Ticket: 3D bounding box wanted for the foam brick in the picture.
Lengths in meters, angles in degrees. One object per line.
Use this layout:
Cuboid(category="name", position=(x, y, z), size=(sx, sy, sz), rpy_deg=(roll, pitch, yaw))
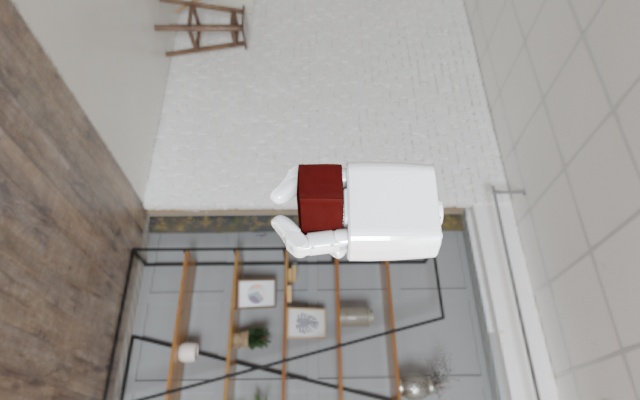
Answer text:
Cuboid(category="foam brick", position=(0.000, 0.002, 0.553), size=(0.051, 0.053, 0.078), rpy_deg=(0, -39, 0))
